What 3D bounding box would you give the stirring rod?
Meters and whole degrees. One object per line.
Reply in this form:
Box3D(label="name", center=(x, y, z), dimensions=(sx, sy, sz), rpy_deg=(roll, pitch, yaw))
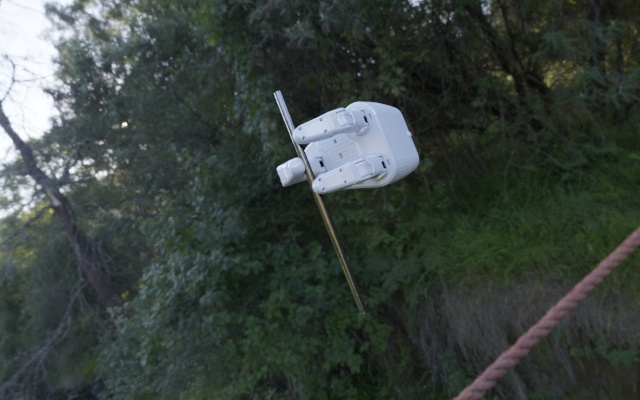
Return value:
Box3D(label="stirring rod", center=(0.000, 0.002, 0.483), dimensions=(0.011, 0.239, 0.011), rpy_deg=(-21, -2, -1))
